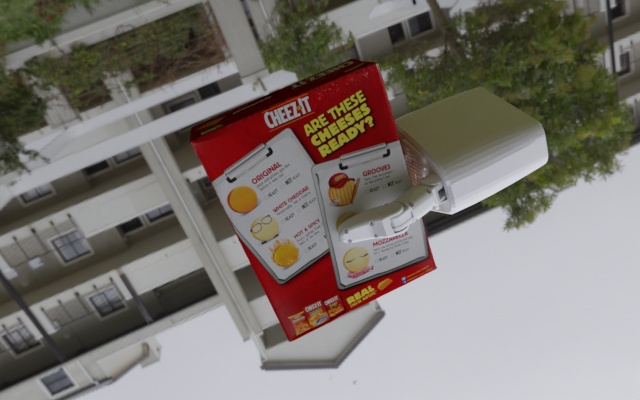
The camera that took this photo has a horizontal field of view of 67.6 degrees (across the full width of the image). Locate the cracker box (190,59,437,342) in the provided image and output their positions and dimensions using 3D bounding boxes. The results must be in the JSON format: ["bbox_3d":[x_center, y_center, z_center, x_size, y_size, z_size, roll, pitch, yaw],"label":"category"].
[{"bbox_3d":[0.000,0.002,0.445,0.164,0.214,0.072,-25,24,-7],"label":"cracker box"}]
